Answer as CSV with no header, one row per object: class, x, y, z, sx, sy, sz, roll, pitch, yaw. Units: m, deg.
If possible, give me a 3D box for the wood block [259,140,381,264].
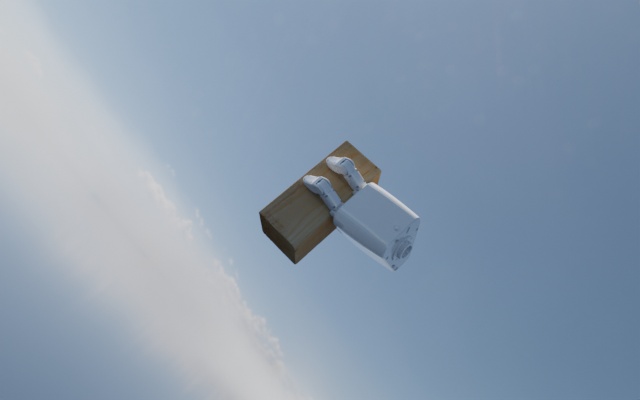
wood block,0.000,0.003,0.842,0.206,0.090,0.091,-40,-19,-19
